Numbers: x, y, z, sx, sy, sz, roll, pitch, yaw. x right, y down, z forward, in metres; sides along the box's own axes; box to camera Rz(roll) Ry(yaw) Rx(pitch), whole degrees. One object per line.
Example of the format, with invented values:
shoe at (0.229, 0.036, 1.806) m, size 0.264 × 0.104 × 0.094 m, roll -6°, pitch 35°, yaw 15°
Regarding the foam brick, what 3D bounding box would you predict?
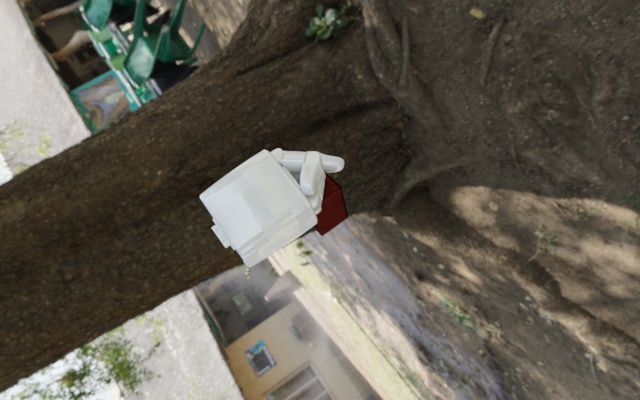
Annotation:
foam brick at (0.000, 0.002, 0.678) m, size 0.053 × 0.051 × 0.078 m, roll 44°, pitch -16°, yaw 33°
